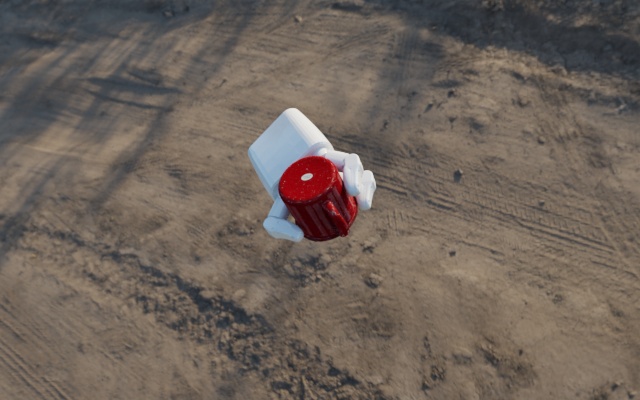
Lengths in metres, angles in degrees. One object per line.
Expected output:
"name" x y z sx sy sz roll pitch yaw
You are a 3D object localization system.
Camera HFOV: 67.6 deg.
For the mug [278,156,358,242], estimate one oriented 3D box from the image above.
"mug" 0.001 0.003 0.627 0.093 0.117 0.082 -34 -41 -3
